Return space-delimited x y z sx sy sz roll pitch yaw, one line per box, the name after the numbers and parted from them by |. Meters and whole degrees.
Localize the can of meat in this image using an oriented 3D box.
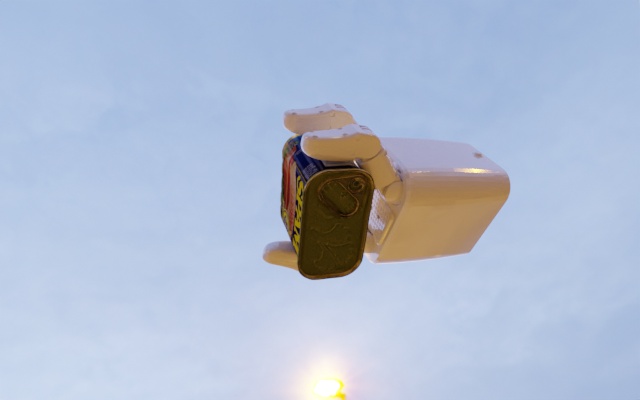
0.000 0.001 0.409 0.057 0.102 0.084 -4 31 -17 | can of meat
